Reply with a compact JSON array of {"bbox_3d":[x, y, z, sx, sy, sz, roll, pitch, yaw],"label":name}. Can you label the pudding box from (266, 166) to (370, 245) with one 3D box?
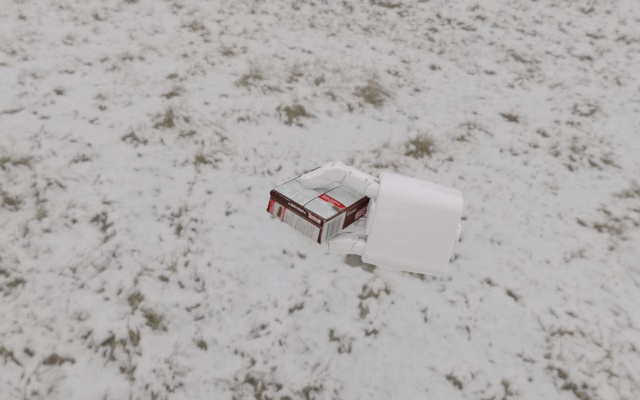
[{"bbox_3d":[0.000,0.002,0.624,0.090,0.039,0.113,29,33,25],"label":"pudding box"}]
